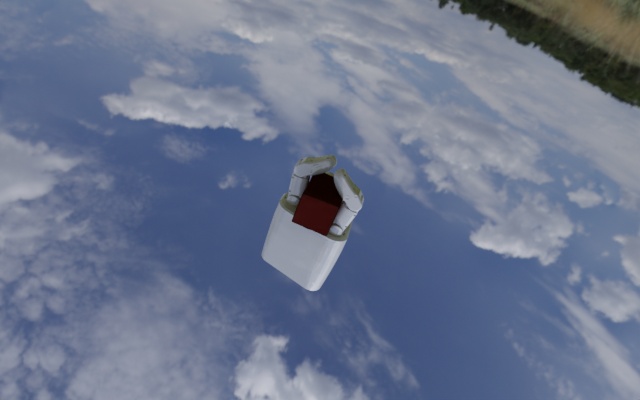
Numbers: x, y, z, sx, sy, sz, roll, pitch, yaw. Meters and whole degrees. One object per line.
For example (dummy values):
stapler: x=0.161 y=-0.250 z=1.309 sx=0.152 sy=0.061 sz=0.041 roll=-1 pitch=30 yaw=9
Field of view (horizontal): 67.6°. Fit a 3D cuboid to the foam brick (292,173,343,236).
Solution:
foam brick: x=0.000 y=0.002 z=0.655 sx=0.053 sy=0.051 sz=0.078 roll=24 pitch=29 yaw=0
